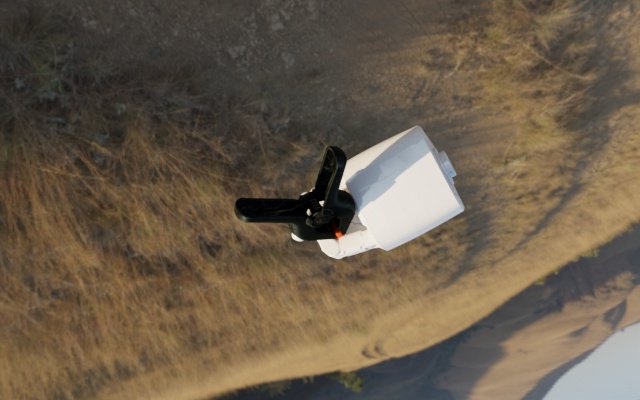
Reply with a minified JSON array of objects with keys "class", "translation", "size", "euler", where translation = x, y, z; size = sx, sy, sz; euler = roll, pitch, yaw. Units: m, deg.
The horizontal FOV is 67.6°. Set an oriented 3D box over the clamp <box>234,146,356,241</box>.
[{"class":"clamp","translation":[0.000,0.002,0.513],"size":[0.120,0.039,0.171],"euler":[-28,-24,18]}]
